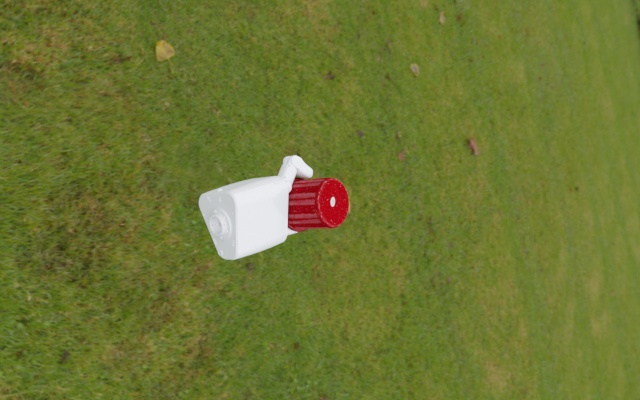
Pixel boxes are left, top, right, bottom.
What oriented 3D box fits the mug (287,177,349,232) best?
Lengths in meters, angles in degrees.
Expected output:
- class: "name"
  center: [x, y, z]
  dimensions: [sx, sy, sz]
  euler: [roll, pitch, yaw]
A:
- class: "mug"
  center: [0.001, 0.002, 0.794]
  dimensions: [0.081, 0.093, 0.117]
  euler: [-3, 11, 42]
